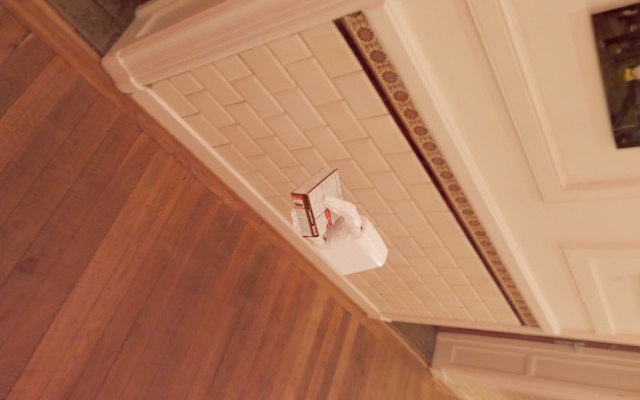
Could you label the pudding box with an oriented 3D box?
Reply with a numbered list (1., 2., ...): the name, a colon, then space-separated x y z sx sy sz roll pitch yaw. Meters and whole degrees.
1. pudding box: 0.000 0.003 0.863 0.039 0.090 0.113 0 26 33
